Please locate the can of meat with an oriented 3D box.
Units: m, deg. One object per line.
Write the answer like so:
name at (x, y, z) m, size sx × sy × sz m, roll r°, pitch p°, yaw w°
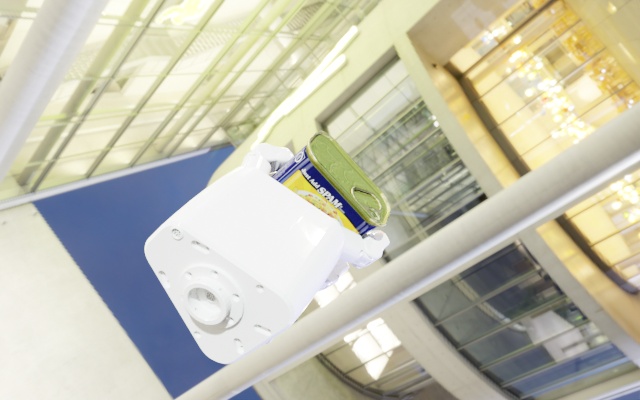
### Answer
can of meat at (0.000, 0.002, 0.447) m, size 0.084 × 0.102 × 0.057 m, roll -39°, pitch 9°, yaw 29°
